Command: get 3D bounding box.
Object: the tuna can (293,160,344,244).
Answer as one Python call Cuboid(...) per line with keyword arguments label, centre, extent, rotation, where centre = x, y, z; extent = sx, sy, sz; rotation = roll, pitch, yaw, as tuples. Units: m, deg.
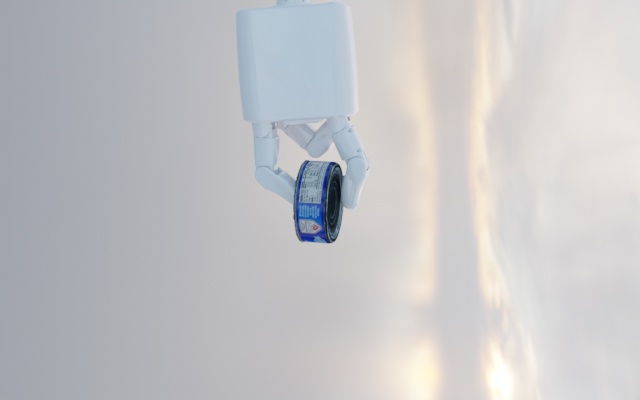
Cuboid(label="tuna can", centre=(0.001, 0.002, 0.492), extent=(0.034, 0.086, 0.086), rotation=(3, 1, 14))
